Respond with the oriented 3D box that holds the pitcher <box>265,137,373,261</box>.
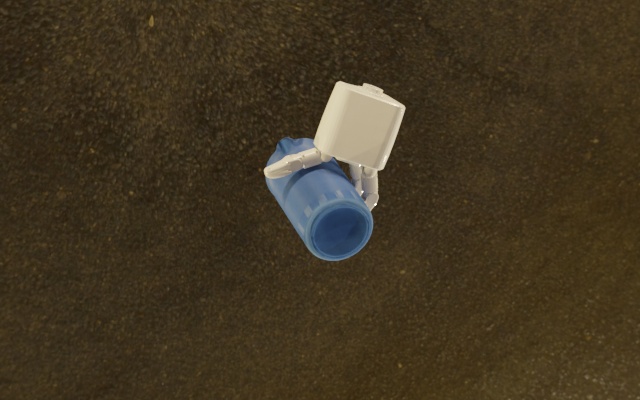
[{"bbox_3d":[0.000,0.002,0.804,0.149,0.145,0.242,12,21,-24],"label":"pitcher"}]
